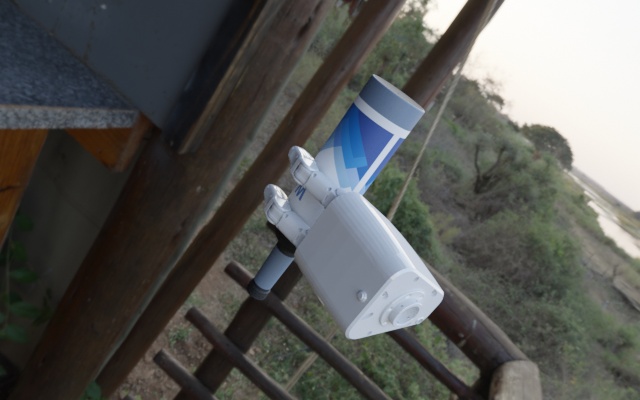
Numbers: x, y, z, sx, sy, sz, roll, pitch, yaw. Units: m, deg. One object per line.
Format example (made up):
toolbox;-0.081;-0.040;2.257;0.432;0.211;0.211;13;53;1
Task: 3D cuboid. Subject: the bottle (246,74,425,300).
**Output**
bottle;0.000;0.002;0.541;0.069;0.296;0.069;31;21;-13
